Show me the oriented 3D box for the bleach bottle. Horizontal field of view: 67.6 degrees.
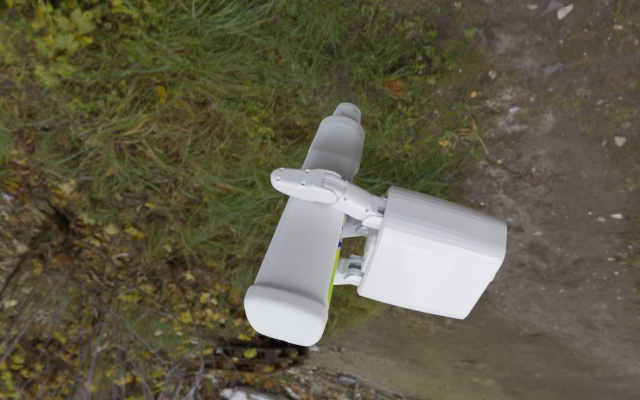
[{"bbox_3d":[0.000,0.002,0.457,0.068,0.250,0.103,15,-30,4],"label":"bleach bottle"}]
